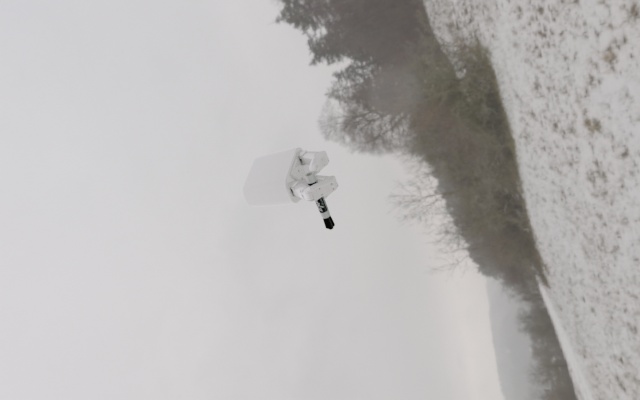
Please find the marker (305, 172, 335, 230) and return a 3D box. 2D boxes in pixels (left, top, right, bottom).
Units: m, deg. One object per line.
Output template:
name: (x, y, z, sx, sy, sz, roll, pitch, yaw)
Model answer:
marker: (0.000, 0.003, 0.880, 0.020, 0.121, 0.020, -18, 27, 9)
